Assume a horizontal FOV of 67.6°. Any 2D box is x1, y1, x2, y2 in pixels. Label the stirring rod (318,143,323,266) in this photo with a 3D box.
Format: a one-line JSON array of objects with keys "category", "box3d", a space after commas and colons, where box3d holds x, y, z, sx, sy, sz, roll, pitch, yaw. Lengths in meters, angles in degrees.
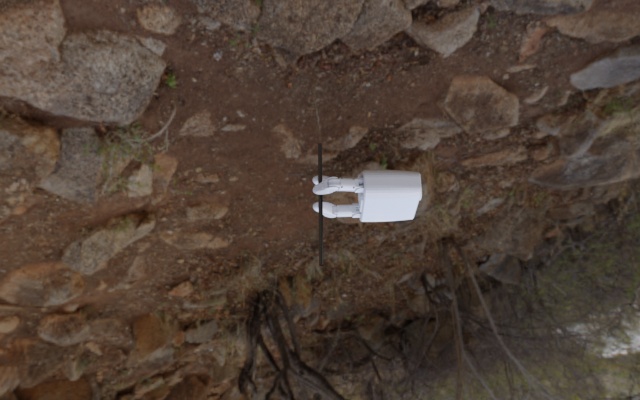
[{"category": "stirring rod", "box3d": [0.000, 0.003, 0.900, 0.011, 0.239, 0.011, -1, -18, 0]}]
